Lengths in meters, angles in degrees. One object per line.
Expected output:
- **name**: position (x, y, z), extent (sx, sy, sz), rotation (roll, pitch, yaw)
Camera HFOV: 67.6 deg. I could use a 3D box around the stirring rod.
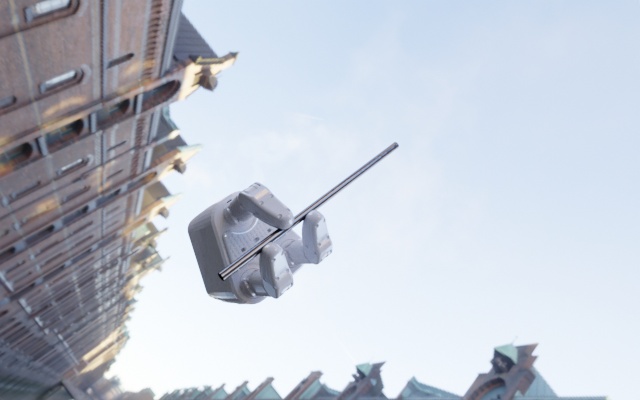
- **stirring rod**: position (0.000, 0.002, 0.456), extent (0.239, 0.011, 0.011), rotation (-37, 21, -31)
